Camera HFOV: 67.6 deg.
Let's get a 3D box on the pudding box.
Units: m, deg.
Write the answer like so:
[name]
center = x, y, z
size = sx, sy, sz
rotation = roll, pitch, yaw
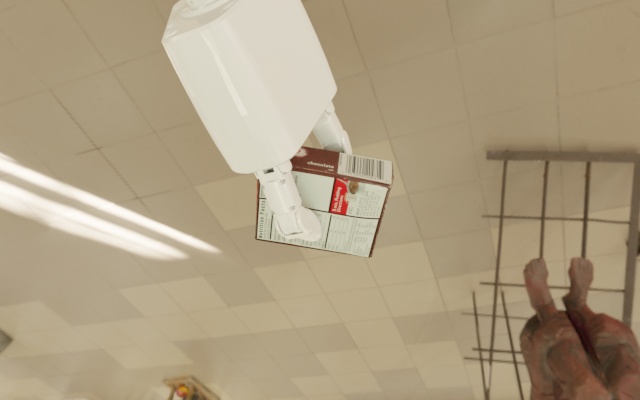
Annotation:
[pudding box]
center = 0.000, 0.001, 0.423
size = 0.113, 0.090, 0.039
rotation = 11, 41, 1
